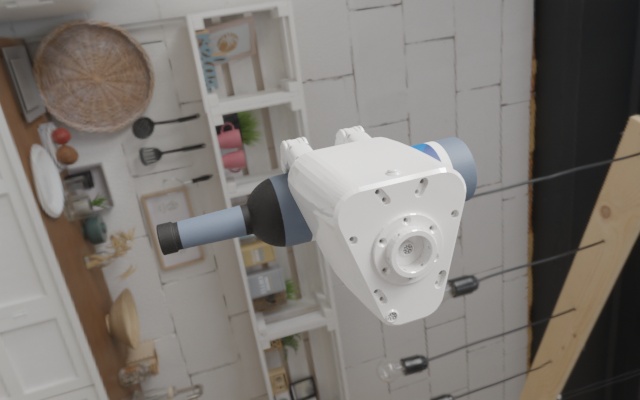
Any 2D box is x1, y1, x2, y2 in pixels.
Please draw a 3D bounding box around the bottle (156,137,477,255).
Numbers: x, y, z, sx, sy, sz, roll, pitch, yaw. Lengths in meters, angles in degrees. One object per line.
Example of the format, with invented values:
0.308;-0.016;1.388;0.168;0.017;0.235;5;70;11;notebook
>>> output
0.000;0.001;0.448;0.295;0.069;0.069;-13;3;-14;bottle
